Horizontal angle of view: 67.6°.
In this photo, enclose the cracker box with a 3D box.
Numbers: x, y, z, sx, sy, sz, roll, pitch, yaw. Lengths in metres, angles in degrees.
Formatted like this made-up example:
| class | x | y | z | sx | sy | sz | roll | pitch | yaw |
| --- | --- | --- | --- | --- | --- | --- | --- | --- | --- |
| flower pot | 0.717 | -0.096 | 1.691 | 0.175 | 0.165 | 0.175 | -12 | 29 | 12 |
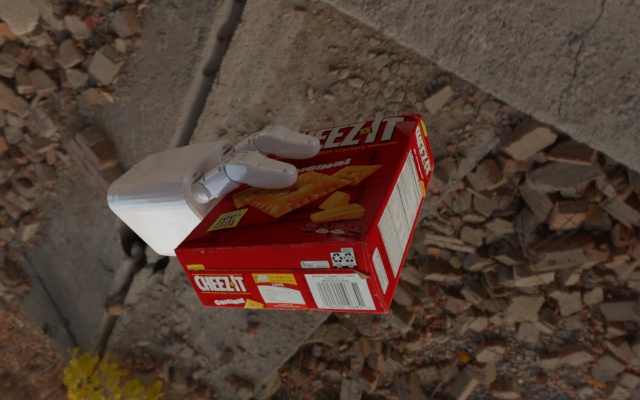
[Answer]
| class | x | y | z | sx | sy | sz | roll | pitch | yaw |
| --- | --- | --- | --- | --- | --- | --- | --- | --- | --- |
| cracker box | 0.000 | 0.002 | 0.431 | 0.164 | 0.072 | 0.213 | -4 | 31 | 26 |
